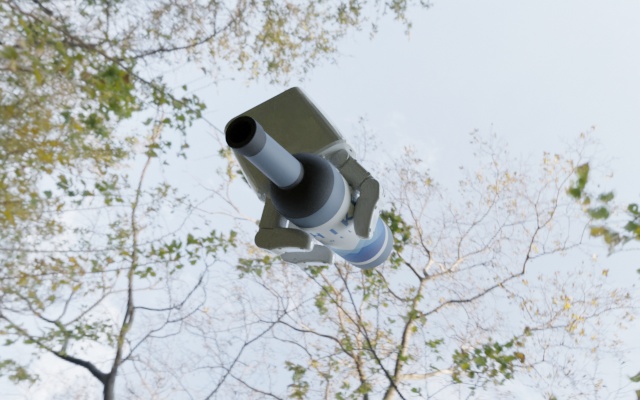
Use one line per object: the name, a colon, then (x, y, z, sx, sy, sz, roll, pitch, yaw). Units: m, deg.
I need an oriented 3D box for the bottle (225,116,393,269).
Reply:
bottle: (0.000, 0.002, 0.475, 0.069, 0.069, 0.296, 0, -21, 25)
